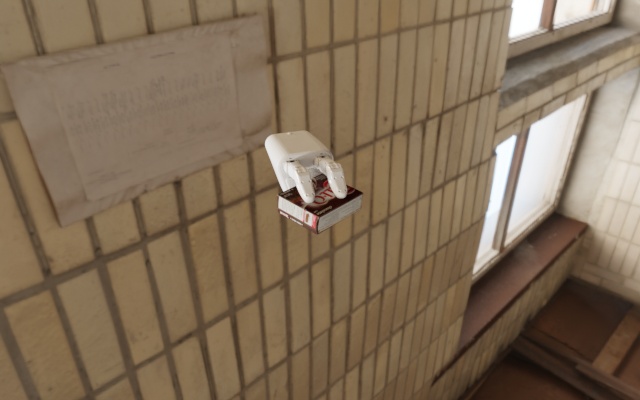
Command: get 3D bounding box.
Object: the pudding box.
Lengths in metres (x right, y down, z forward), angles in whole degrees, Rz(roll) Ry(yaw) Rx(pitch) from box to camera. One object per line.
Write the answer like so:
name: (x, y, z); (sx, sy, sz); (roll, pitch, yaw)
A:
pudding box: (0.000, 0.003, 0.770); (0.090, 0.039, 0.113); (26, 39, 34)
